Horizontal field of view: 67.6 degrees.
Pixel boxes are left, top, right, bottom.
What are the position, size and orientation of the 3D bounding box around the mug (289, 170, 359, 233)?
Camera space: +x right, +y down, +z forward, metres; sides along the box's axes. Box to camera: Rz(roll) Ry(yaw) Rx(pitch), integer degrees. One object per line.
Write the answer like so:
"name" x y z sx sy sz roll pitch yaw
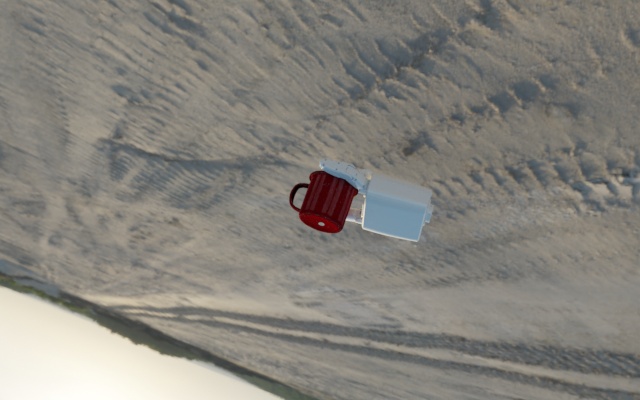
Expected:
"mug" -0.001 0.003 0.843 0.117 0.081 0.093 14 -23 13
